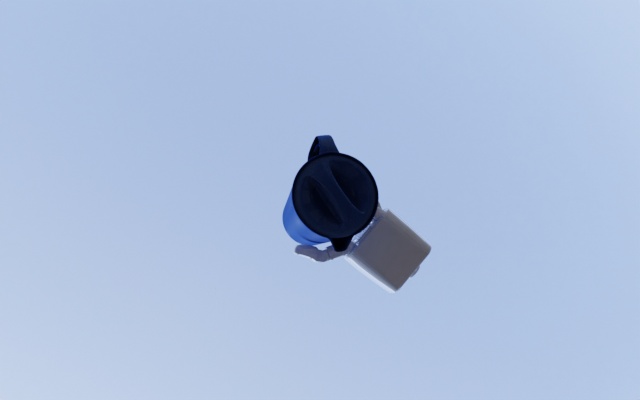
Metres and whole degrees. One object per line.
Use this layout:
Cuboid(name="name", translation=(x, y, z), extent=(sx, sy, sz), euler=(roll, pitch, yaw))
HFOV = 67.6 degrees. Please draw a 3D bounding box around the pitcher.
Cuboid(name="pitcher", translation=(0.000, 0.003, 0.821), extent=(0.145, 0.149, 0.243), euler=(37, -16, -3))
